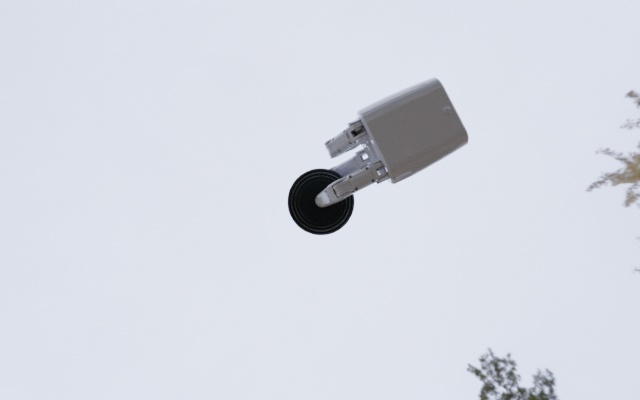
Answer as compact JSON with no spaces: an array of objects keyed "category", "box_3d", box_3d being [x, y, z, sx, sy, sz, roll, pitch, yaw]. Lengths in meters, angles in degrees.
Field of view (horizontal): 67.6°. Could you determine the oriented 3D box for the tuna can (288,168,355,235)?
[{"category":"tuna can","box_3d":[0.000,0.002,0.625,0.086,0.086,0.034,0,-2,-2]}]
